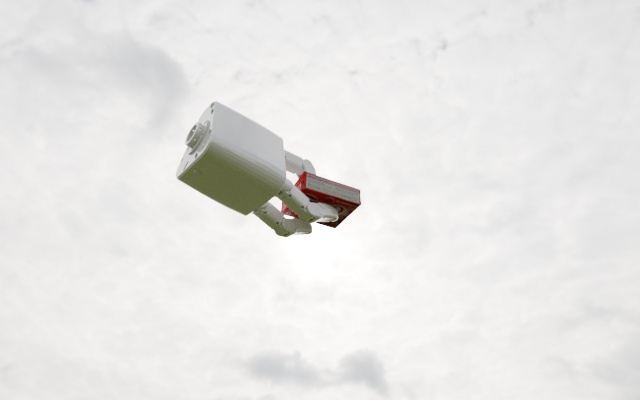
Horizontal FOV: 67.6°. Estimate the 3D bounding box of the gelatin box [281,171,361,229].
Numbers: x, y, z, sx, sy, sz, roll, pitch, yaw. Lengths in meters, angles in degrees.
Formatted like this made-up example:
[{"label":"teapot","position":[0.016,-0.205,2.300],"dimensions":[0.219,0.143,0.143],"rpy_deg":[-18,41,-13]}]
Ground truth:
[{"label":"gelatin box","position":[0.000,0.002,0.660],"dimensions":[0.089,0.030,0.073],"rpy_deg":[16,-37,-22]}]
